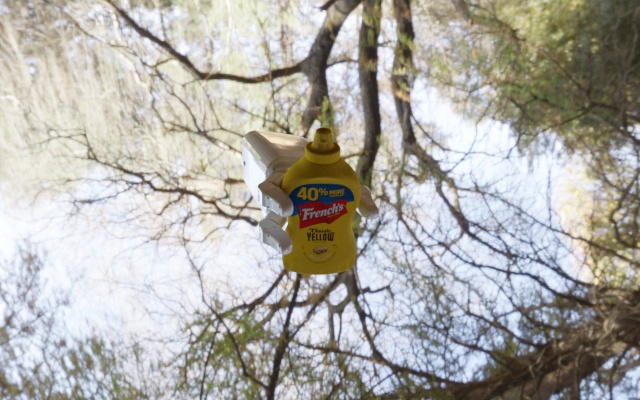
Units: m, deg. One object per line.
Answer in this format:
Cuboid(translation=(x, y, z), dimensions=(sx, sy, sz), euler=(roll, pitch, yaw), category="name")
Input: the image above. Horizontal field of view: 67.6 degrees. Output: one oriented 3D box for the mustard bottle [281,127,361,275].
Cuboid(translation=(0.000, 0.002, 0.586), dimensions=(0.096, 0.192, 0.058), euler=(1, 32, -3), category="mustard bottle")
